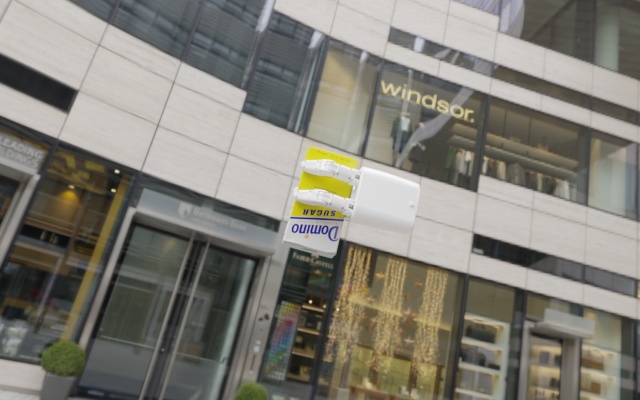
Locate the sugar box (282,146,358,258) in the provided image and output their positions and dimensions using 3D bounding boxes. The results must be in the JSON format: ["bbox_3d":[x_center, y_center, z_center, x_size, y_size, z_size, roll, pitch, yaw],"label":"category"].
[{"bbox_3d":[0.000,0.003,0.829,0.093,0.176,0.048,15,-18,-5],"label":"sugar box"}]
